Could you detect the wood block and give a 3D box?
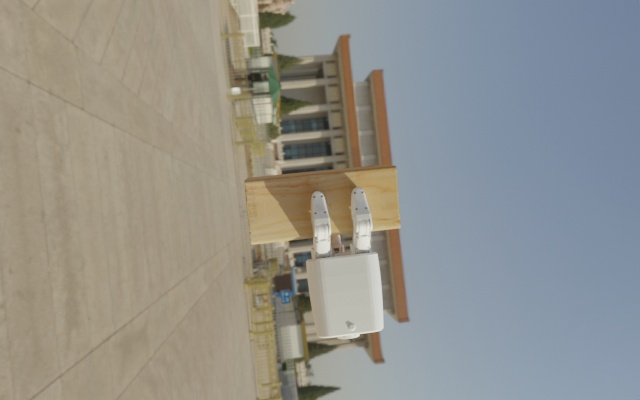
[{"bbox_3d":[0.000,0.003,0.686,0.206,0.090,0.091,-6,5,-6],"label":"wood block"}]
